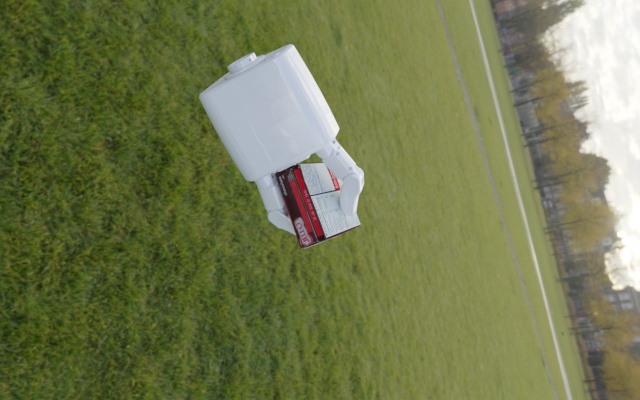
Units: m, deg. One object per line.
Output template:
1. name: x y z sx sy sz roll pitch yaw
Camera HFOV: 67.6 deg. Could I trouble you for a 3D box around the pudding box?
1. pudding box: 0.000 0.002 0.561 0.039 0.090 0.113 -21 -4 27
